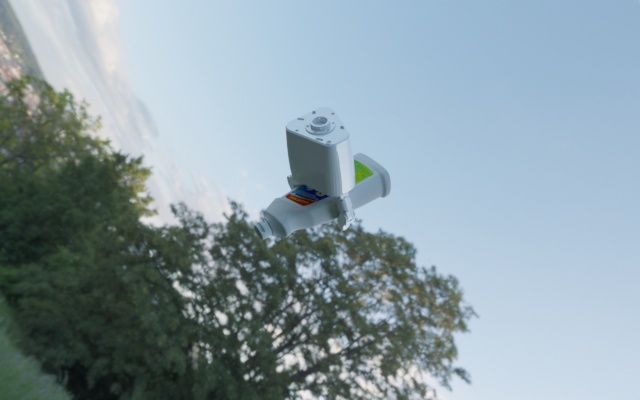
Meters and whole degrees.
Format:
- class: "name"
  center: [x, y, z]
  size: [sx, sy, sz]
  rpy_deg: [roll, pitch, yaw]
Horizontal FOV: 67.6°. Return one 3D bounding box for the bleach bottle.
- class: "bleach bottle"
  center: [0.000, 0.003, 0.860]
  size: [0.251, 0.068, 0.102]
  rpy_deg: [-29, 46, -21]
